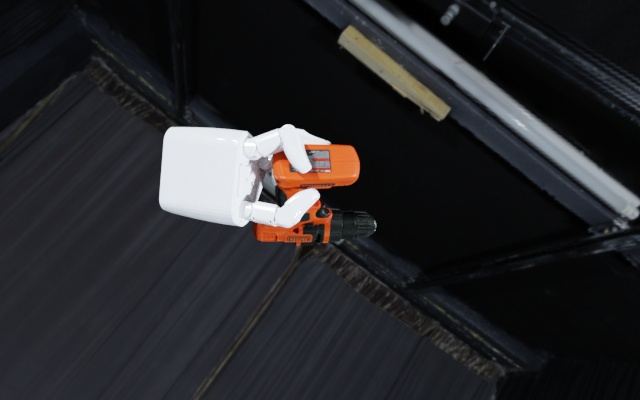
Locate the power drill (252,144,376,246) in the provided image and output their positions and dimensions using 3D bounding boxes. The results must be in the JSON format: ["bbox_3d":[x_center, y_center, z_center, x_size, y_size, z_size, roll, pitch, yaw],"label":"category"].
[{"bbox_3d":[0.000,0.002,0.651,0.184,0.057,0.188,-1,-33,-9],"label":"power drill"}]
